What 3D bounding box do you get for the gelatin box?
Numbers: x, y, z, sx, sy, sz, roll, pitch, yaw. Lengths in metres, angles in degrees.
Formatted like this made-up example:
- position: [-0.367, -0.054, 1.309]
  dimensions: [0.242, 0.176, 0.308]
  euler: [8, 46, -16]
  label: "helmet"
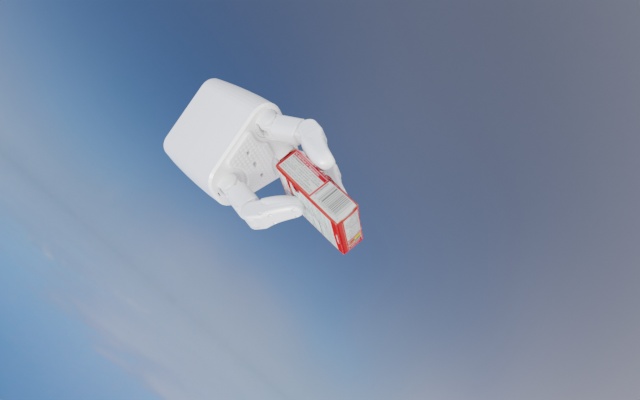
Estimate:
- position: [0.000, 0.002, 0.457]
  dimensions: [0.089, 0.030, 0.073]
  euler: [44, -14, 25]
  label: "gelatin box"
